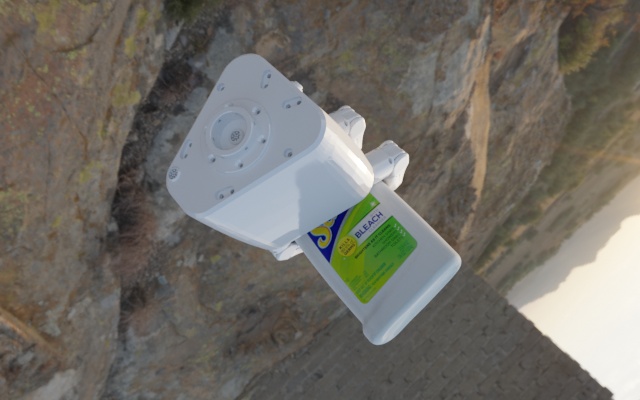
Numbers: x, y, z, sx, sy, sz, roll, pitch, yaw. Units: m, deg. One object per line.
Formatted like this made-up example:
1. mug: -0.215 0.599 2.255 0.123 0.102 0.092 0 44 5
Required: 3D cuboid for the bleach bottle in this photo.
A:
1. bleach bottle: 0.000 0.001 0.433 0.250 0.102 0.068 44 3 25
